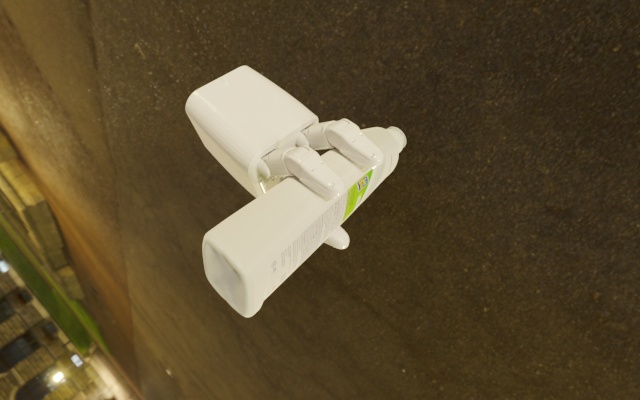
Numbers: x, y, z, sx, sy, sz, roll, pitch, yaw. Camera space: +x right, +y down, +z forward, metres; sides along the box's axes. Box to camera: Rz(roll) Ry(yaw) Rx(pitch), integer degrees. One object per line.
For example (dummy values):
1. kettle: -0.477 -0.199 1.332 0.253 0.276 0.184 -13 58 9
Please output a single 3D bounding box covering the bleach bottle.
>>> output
1. bleach bottle: 0.000 0.002 0.482 0.250 0.068 0.103 -39 -21 -31
